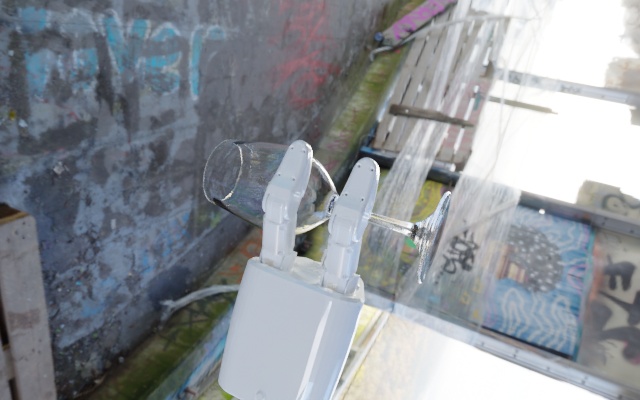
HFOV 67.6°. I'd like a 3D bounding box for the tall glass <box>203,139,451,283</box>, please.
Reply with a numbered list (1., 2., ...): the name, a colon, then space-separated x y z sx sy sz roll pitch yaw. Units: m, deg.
1. tall glass: 0.001 0.001 0.404 0.201 0.079 0.079 18 6 21
